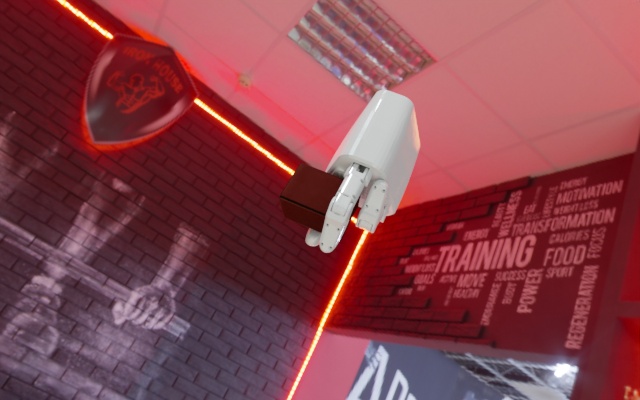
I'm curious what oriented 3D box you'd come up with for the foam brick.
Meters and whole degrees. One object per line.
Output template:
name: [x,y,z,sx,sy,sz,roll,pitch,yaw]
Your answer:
foam brick: [0.000,0.002,0.548,0.078,0.051,0.053,22,-24,11]
